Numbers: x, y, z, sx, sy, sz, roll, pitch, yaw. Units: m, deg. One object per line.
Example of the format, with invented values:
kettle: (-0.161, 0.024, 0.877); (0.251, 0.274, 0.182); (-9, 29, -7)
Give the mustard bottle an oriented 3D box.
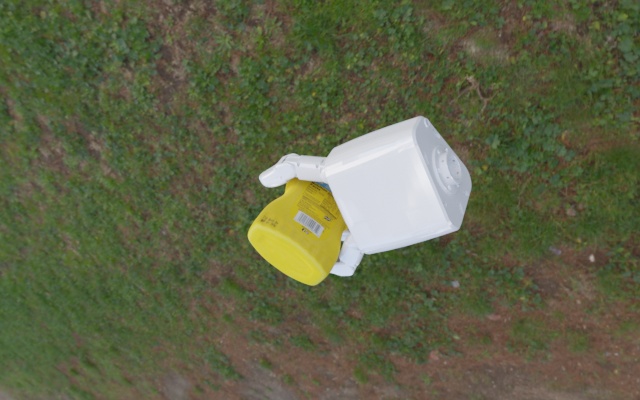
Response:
mustard bottle: (0.000, 0.002, 0.563); (0.096, 0.191, 0.058); (36, -44, -3)
